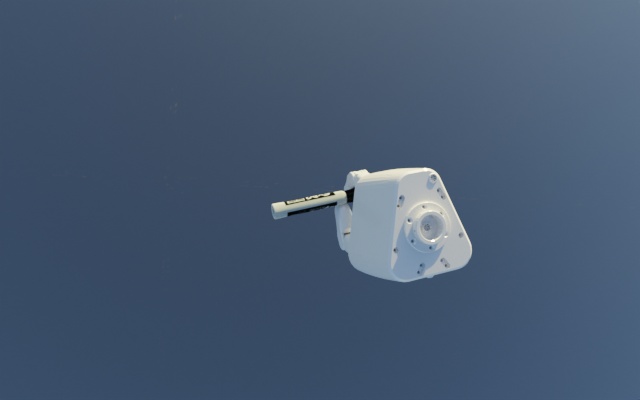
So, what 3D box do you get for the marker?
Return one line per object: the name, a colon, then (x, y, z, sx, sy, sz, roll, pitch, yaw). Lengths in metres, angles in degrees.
marker: (0.000, 0.002, 0.588, 0.121, 0.020, 0.020, -11, 3, -15)
